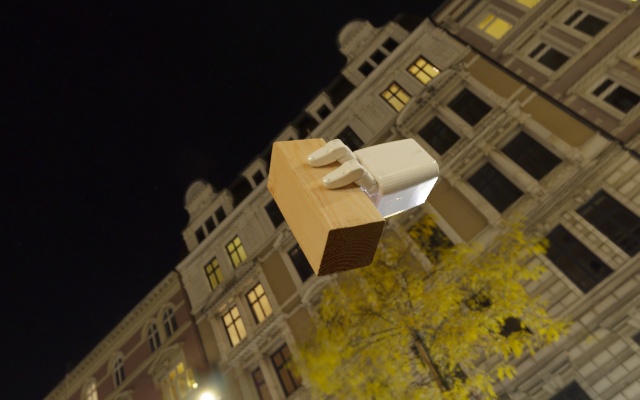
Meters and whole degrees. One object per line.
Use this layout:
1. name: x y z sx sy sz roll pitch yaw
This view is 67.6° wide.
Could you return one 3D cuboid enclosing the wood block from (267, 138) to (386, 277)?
1. wood block: 0.000 0.002 0.713 0.090 0.091 0.206 -9 42 -25
